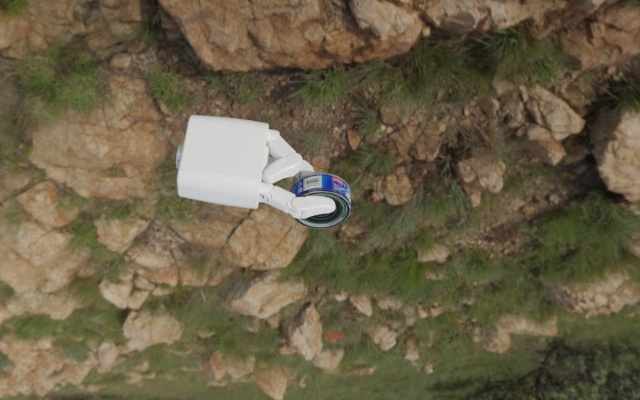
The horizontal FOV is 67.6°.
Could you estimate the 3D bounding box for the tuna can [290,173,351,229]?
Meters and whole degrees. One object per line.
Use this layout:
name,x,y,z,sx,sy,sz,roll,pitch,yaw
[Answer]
tuna can,0.000,0.003,0.670,0.086,0.033,0.086,-1,-41,-1
